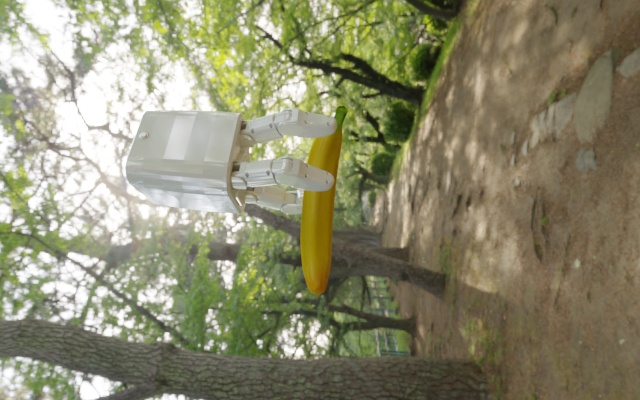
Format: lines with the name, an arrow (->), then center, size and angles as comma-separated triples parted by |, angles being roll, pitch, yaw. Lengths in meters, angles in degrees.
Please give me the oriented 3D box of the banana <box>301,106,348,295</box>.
banana -> -0.001, 0.001, 0.519 | 0.037, 0.197, 0.069 | 6, -7, -3
